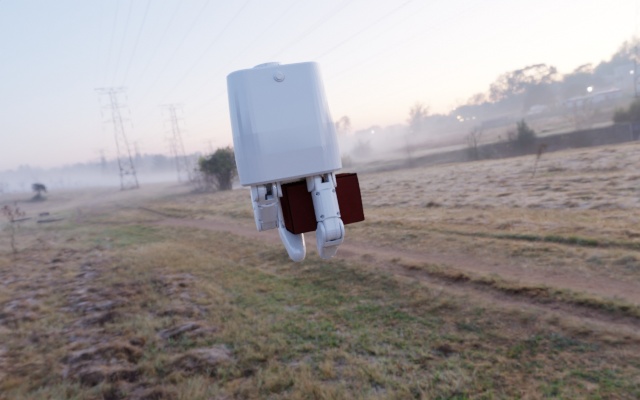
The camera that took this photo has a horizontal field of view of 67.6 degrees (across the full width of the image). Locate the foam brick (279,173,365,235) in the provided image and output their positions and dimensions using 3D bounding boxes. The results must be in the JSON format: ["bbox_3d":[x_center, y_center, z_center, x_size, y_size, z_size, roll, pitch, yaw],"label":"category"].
[{"bbox_3d":[0.000,0.002,0.500,0.078,0.051,0.053,-11,5,-13],"label":"foam brick"}]
